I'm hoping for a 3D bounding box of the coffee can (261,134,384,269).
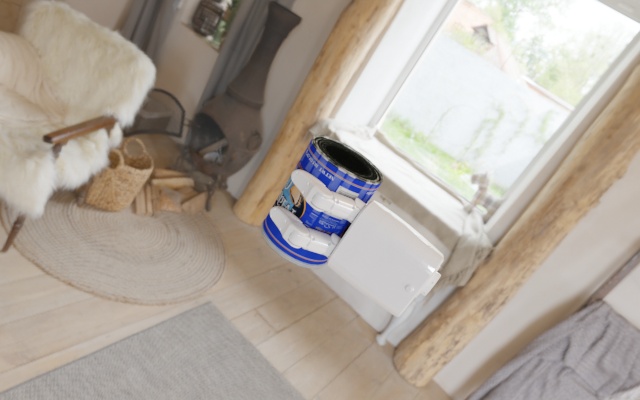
[{"bbox_3d":[0.000,0.002,0.613,0.103,0.140,0.102,27,22,-12],"label":"coffee can"}]
